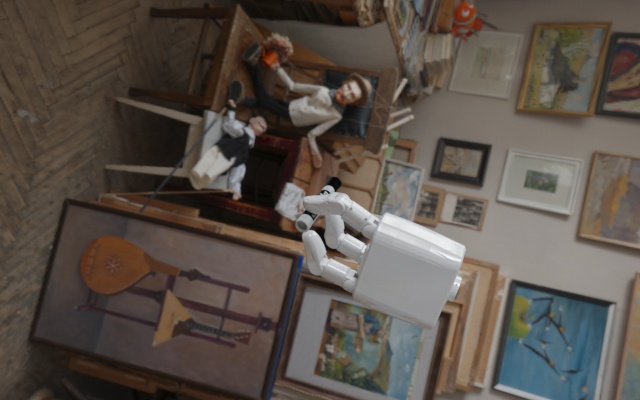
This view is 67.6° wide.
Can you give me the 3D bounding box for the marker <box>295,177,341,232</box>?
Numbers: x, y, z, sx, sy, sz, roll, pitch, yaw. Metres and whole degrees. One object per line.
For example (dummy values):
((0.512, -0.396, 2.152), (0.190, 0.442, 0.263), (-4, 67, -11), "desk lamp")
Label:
((0.000, 0.002, 0.638), (0.020, 0.020, 0.121), (0, 30, 27), "marker")
